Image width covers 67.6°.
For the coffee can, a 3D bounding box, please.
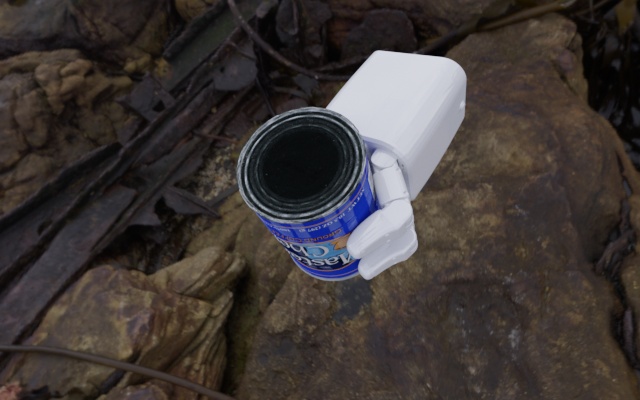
[{"bbox_3d":[0.000,0.002,0.422,0.103,0.102,0.140,0,-26,15],"label":"coffee can"}]
